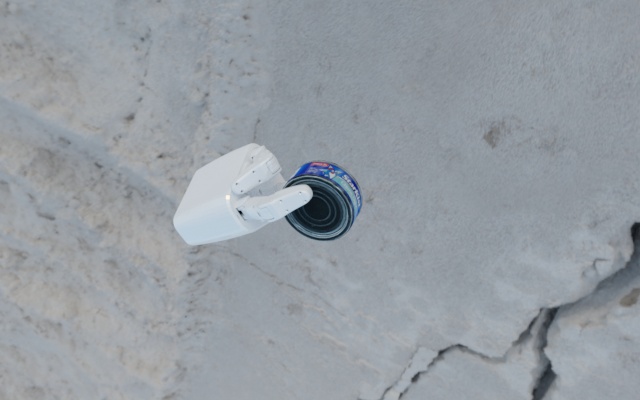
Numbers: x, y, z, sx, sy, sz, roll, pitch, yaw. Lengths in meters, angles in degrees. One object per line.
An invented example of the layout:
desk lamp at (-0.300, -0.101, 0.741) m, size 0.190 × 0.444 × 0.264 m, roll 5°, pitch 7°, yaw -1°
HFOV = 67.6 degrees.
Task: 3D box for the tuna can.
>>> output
tuna can at (0.000, 0.002, 0.518) m, size 0.086 × 0.086 × 0.033 m, roll 0°, pitch 31°, yaw 24°
